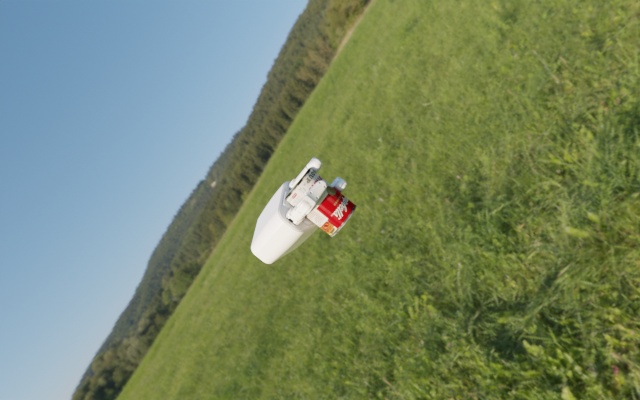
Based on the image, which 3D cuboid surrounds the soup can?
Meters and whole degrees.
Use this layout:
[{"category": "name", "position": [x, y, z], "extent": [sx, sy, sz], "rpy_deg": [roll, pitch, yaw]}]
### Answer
[{"category": "soup can", "position": [0.000, 0.002, 0.799], "extent": [0.102, 0.068, 0.068], "rpy_deg": [39, -3, -4]}]
